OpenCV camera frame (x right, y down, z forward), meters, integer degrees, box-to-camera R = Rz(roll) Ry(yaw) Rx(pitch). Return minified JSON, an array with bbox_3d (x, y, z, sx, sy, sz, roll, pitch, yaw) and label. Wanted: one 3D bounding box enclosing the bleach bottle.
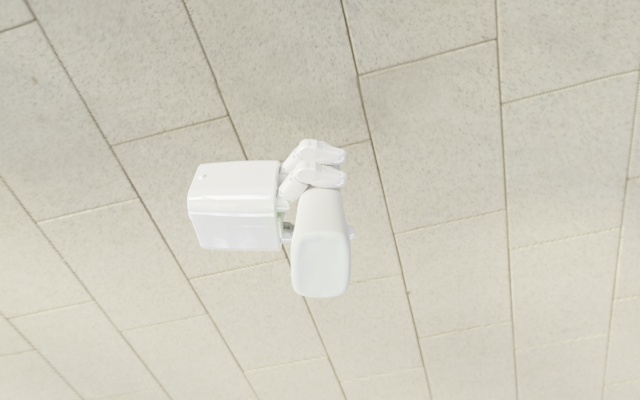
[{"bbox_3d":[0.000,0.002,0.625,0.068,0.103,0.250,1,34,-1],"label":"bleach bottle"}]
